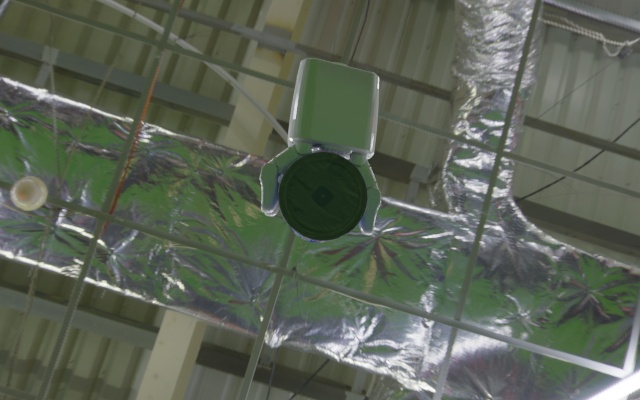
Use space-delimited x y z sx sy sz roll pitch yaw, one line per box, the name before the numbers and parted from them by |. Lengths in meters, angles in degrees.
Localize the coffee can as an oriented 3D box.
coffee can | 0.000 0.002 0.611 0.103 0.103 0.140 0 -6 -2
